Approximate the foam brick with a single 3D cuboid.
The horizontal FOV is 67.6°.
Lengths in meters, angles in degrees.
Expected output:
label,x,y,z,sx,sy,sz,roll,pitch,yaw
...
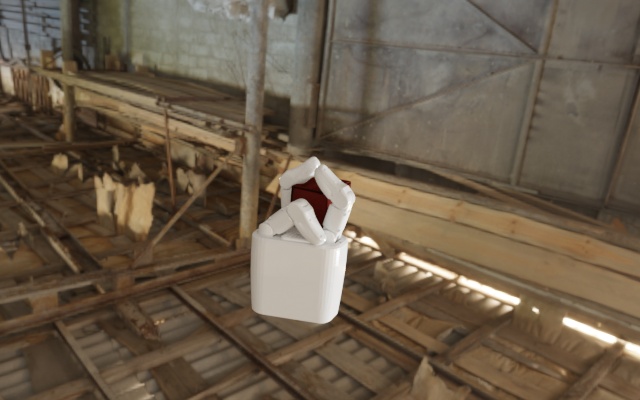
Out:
label,x,y,z,sx,sy,sz,roll,pitch,yaw
foam brick,0.000,0.002,0.624,0.053,0.051,0.078,11,17,24
